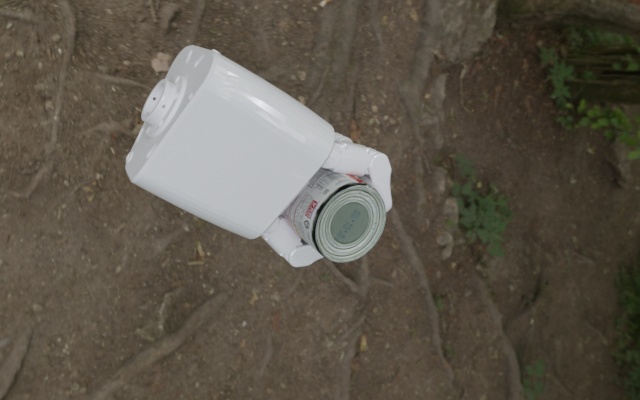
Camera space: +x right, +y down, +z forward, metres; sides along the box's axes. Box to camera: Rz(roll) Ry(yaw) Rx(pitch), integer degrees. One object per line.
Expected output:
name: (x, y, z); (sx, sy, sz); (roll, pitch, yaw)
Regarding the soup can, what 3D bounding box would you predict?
soup can: (0.001, 0.002, 0.407); (0.068, 0.068, 0.102); (0, 20, -31)
